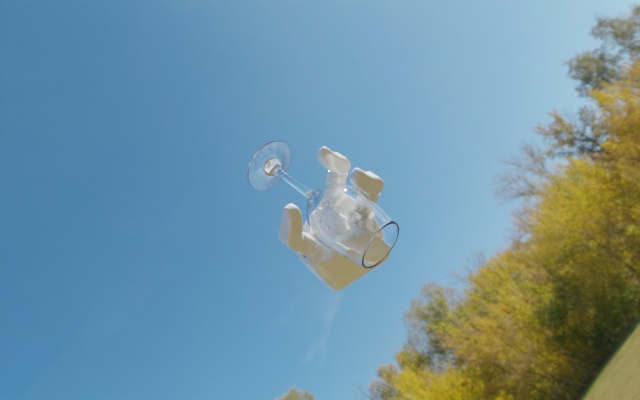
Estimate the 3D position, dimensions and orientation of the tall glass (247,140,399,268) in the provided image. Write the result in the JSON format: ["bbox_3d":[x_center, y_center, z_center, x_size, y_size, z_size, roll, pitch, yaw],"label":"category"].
[{"bbox_3d":[0.000,0.002,0.587,0.201,0.079,0.079,36,21,33],"label":"tall glass"}]
